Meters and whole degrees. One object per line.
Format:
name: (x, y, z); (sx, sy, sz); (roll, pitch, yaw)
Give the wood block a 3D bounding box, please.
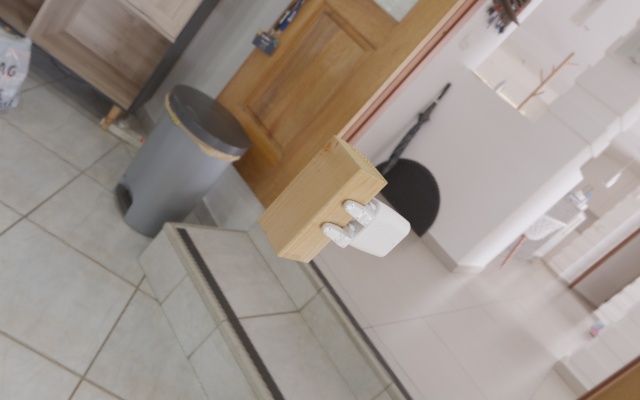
wood block: (0.000, 0.002, 0.825); (0.090, 0.206, 0.090); (22, 27, -50)
